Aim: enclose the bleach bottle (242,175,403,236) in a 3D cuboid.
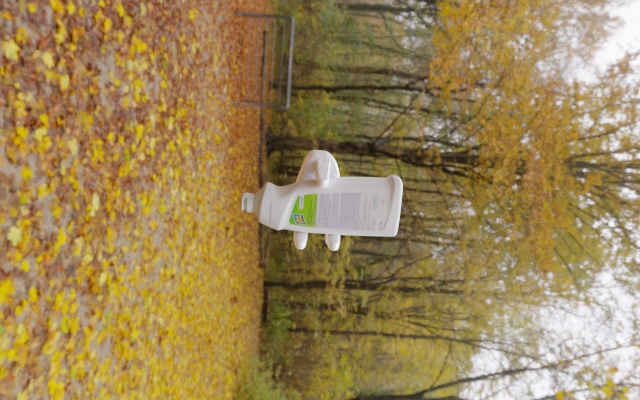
[{"bbox_3d":[0.000,0.003,0.775,0.251,0.102,0.068,4,12,-4],"label":"bleach bottle"}]
